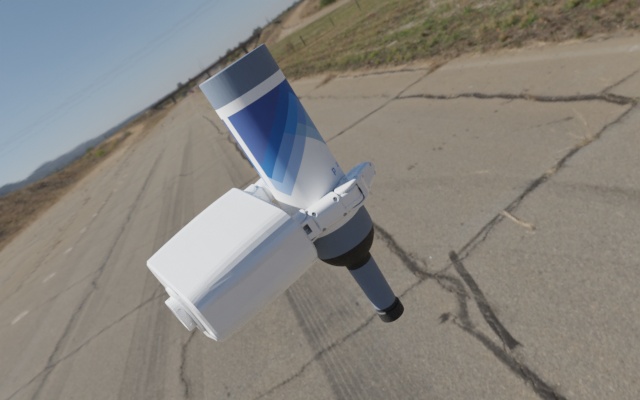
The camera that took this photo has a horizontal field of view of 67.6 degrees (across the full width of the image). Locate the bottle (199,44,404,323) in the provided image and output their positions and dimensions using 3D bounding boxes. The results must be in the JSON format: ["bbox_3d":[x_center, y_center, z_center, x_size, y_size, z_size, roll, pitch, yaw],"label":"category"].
[{"bbox_3d":[0.000,0.001,0.452,0.069,0.296,0.069,-29,19,11],"label":"bottle"}]
